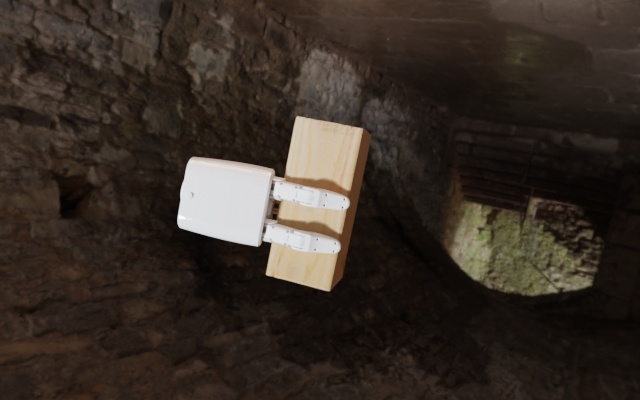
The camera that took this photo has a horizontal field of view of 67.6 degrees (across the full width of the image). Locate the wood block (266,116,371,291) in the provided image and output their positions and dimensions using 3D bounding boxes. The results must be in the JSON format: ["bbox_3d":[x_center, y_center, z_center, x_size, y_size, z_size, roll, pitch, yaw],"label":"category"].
[{"bbox_3d":[0.000,0.002,0.638,0.090,0.206,0.091,12,5,11],"label":"wood block"}]
